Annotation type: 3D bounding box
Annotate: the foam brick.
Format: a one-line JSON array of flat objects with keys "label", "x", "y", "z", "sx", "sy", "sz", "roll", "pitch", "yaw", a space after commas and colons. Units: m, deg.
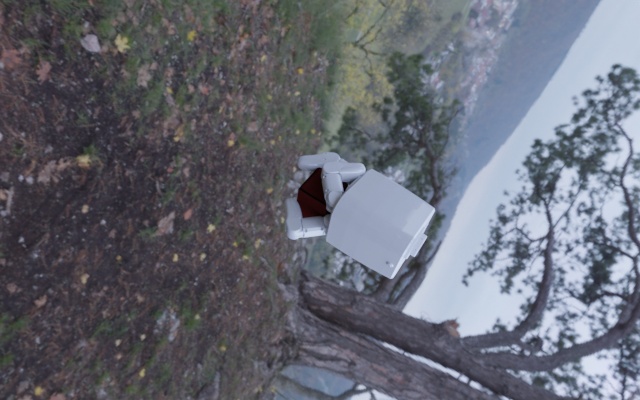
[{"label": "foam brick", "x": 0.000, "y": 0.002, "z": 0.685, "sx": 0.051, "sy": 0.053, "sz": 0.078, "roll": 31, "pitch": -33, "yaw": 14}]
